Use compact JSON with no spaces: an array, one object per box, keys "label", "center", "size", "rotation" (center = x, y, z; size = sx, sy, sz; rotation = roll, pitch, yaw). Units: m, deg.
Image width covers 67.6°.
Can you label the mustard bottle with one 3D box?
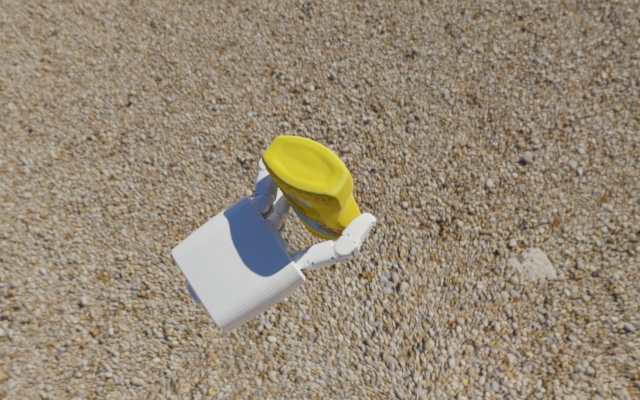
[{"label":"mustard bottle","center":[0.000,0.001,0.559],"size":[0.096,0.058,0.192],"rotation":[27,-16,21]}]
